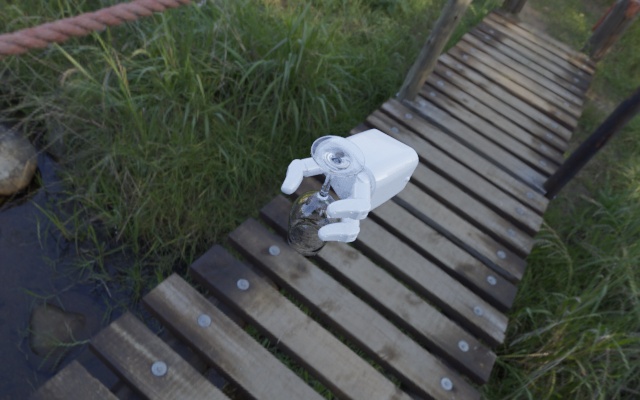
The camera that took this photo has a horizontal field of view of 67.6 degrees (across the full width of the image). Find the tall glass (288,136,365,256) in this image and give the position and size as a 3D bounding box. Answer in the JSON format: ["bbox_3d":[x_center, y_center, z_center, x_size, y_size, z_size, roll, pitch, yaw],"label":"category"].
[{"bbox_3d":[0.000,0.002,0.703,0.079,0.079,0.201,0,-39,-18],"label":"tall glass"}]
